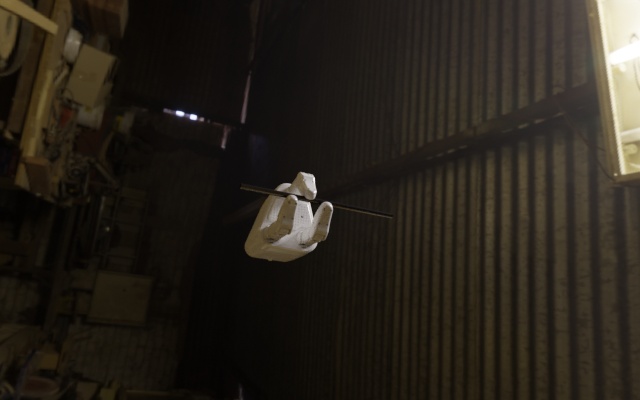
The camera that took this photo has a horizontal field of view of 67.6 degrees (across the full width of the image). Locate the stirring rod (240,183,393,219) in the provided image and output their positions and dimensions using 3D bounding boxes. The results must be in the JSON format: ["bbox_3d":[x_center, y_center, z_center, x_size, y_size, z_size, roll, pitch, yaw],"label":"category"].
[{"bbox_3d":[0.000,0.002,0.701,0.239,0.011,0.011,11,-4,-20],"label":"stirring rod"}]
